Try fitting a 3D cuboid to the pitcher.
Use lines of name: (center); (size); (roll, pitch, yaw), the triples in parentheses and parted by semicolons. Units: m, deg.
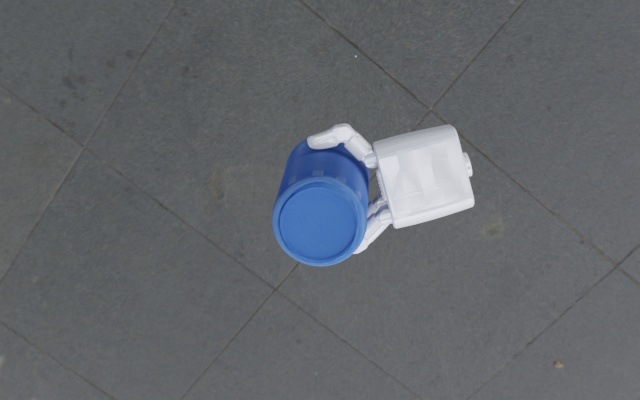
pitcher: (0.000, 0.002, 0.645); (0.145, 0.149, 0.242); (-15, 15, 8)
